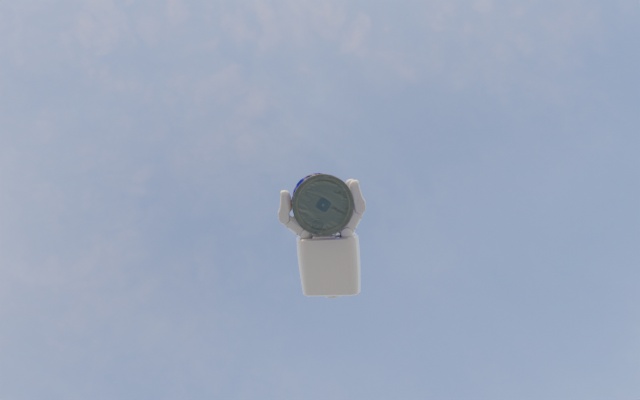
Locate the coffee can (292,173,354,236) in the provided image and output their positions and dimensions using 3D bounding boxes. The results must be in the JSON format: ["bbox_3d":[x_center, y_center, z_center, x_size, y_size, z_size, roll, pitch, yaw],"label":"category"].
[{"bbox_3d":[0.000,0.003,0.853,0.103,0.103,0.140,0,4,-4],"label":"coffee can"}]
